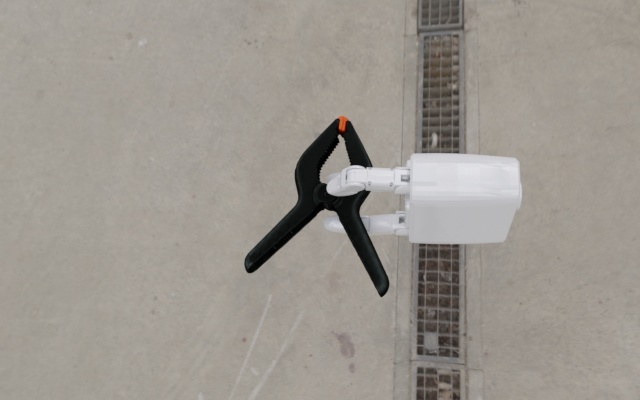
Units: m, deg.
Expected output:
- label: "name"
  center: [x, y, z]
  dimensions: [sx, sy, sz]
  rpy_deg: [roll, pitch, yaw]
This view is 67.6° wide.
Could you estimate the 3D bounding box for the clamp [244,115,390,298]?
- label: "clamp"
  center: [0.000, 0.001, 0.555]
  dimensions: [0.164, 0.210, 0.036]
  rpy_deg: [2, -17, 8]
